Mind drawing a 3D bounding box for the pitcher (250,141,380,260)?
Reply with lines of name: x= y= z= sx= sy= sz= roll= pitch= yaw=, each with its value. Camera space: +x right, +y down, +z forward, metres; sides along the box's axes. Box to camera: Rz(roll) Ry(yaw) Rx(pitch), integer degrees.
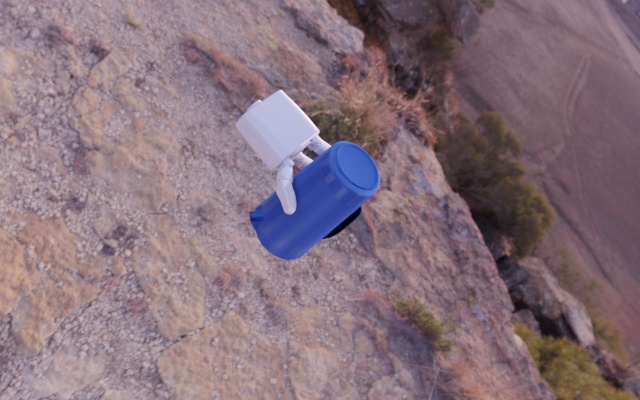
pitcher: x=0.000 y=0.003 z=0.869 sx=0.243 sy=0.145 sz=0.149 roll=-39 pitch=1 yaw=41
